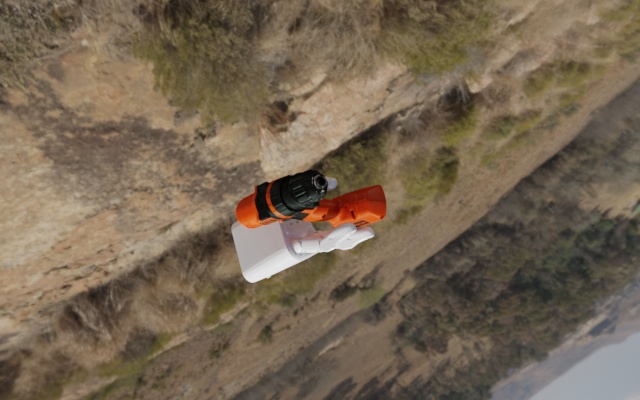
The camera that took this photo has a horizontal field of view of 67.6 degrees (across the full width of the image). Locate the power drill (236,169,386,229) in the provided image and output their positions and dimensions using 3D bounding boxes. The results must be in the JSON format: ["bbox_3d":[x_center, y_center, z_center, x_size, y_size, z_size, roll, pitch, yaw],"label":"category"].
[{"bbox_3d":[0.000,0.002,0.663,0.187,0.057,0.184,6,-15,-37],"label":"power drill"}]
